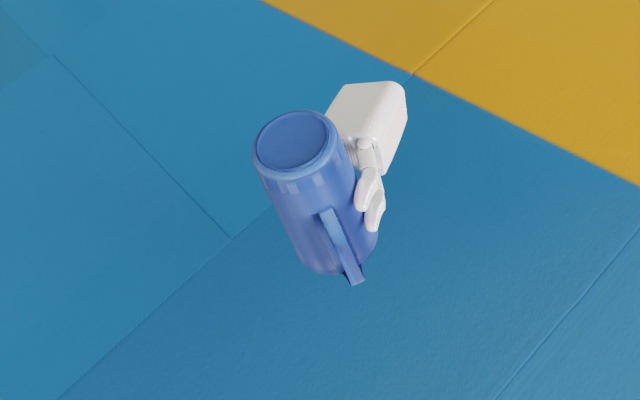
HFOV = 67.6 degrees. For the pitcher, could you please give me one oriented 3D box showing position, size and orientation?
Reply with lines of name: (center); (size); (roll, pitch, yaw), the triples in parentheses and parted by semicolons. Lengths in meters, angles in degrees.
pitcher: (0.000, 0.002, 0.647); (0.149, 0.145, 0.243); (15, -27, 25)
